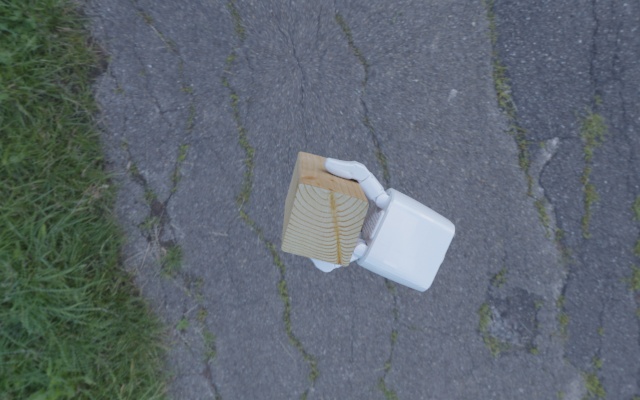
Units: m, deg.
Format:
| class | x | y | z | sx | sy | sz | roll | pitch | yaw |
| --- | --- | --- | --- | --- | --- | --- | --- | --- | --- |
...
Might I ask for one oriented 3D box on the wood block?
| class | x | y | z | sx | sy | sz | roll | pitch | yaw |
| --- | --- | --- | --- | --- | --- | --- | --- | --- | --- |
| wood block | 0.001 | 0.002 | 0.674 | 0.090 | 0.091 | 0.206 | 15 | 15 | -7 |
